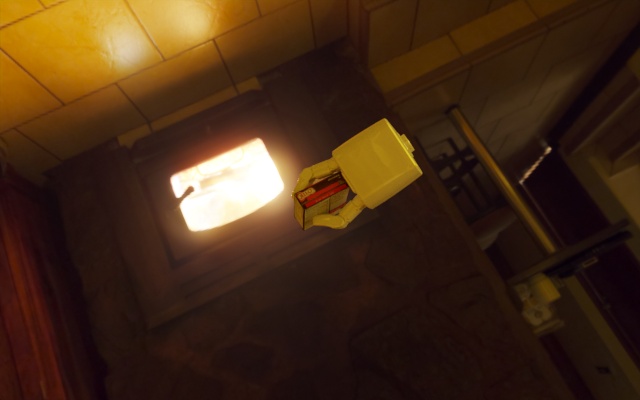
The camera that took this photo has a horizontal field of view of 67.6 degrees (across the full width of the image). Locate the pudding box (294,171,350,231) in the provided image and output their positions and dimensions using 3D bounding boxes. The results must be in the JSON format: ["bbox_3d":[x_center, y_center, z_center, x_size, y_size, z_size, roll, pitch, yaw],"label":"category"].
[{"bbox_3d":[0.000,0.003,0.831,0.090,0.039,0.113,-26,-20,-13],"label":"pudding box"}]
